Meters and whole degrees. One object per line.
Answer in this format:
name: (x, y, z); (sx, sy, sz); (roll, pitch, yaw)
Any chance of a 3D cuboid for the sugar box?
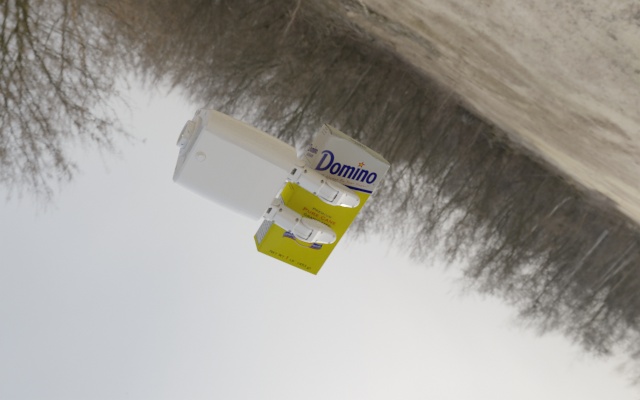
sugar box: (0.000, 0.002, 0.602); (0.093, 0.176, 0.048); (26, 18, -25)
